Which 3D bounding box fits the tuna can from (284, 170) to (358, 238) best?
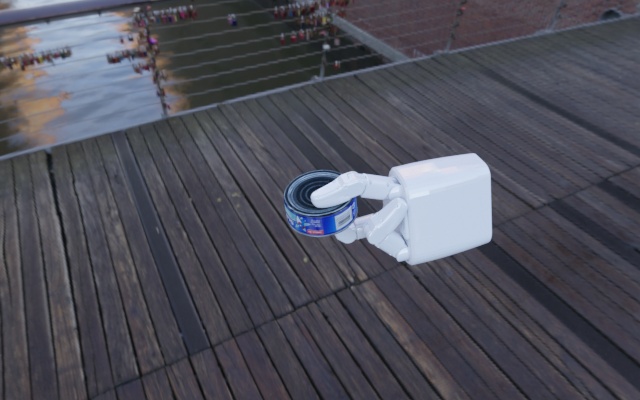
[{"bbox_3d":[0.000,0.001,0.562,0.086,0.034,0.086,-5,40,4],"label":"tuna can"}]
